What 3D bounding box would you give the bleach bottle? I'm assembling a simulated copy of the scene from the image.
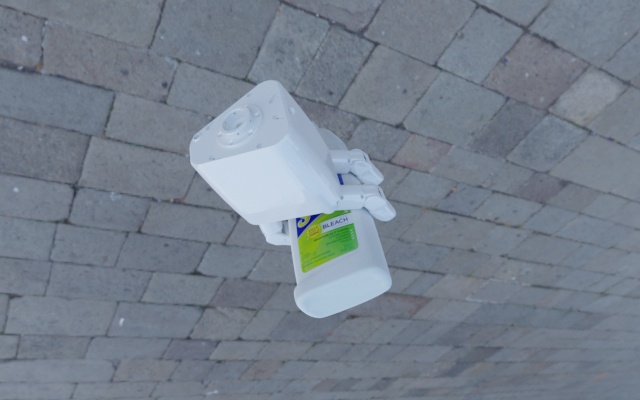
[{"bbox_3d":[0.000,0.002,0.560,0.102,0.250,0.068,-24,-40,10],"label":"bleach bottle"}]
